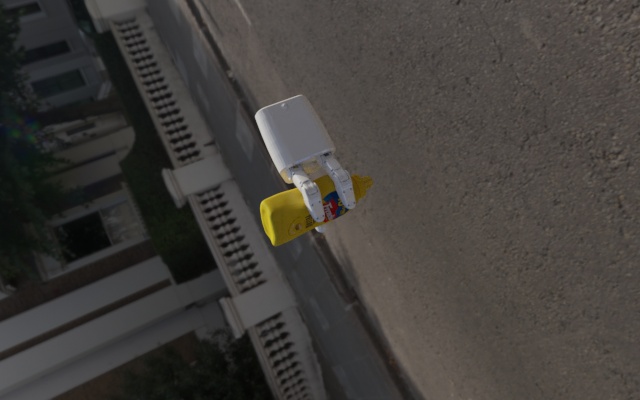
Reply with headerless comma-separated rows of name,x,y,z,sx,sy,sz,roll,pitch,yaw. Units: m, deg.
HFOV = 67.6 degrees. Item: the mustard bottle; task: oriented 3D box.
mustard bottle,0.000,0.003,0.774,0.191,0.058,0.096,-24,-35,-18
